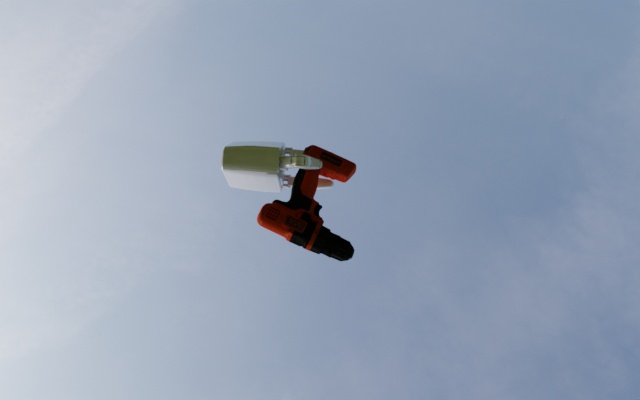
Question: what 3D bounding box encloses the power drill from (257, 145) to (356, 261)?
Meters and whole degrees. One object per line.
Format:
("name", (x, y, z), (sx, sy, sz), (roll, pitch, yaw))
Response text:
("power drill", (0.000, 0.002, 0.879), (0.184, 0.187, 0.057), (25, -26, -2))
